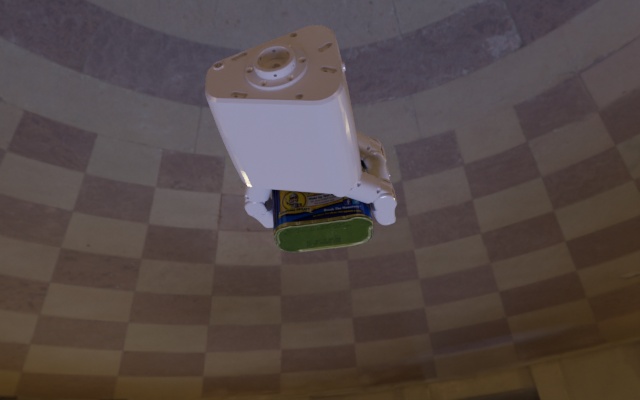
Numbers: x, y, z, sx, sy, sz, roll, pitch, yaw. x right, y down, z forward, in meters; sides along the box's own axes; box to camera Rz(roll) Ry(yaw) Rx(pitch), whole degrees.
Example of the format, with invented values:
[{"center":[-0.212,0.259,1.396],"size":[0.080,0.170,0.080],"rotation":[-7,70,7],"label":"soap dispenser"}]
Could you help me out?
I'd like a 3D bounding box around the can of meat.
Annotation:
[{"center":[0.000,0.002,0.484],"size":[0.102,0.084,0.057],"rotation":[-8,-36,2],"label":"can of meat"}]
